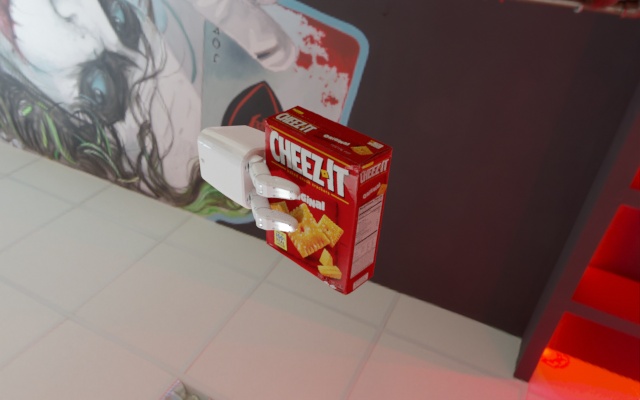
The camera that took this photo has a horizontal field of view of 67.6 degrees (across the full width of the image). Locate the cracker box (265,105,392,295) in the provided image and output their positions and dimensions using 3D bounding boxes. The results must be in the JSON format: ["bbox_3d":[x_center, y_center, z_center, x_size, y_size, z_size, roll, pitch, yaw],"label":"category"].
[{"bbox_3d":[0.000,0.002,0.651,0.164,0.214,0.072,29,43,32],"label":"cracker box"}]
